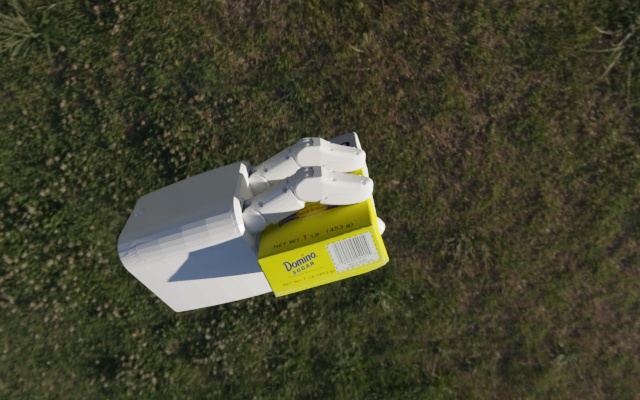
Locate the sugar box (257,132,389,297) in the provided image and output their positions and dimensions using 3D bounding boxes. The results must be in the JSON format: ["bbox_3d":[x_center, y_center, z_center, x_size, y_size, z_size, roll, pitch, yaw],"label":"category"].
[{"bbox_3d":[0.000,0.001,0.426,0.093,0.048,0.176,-17,32,8],"label":"sugar box"}]
